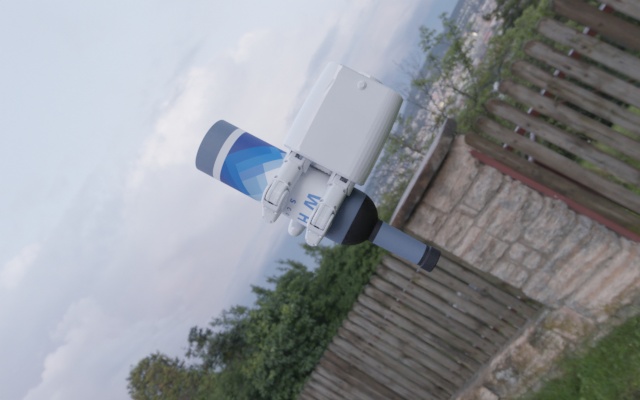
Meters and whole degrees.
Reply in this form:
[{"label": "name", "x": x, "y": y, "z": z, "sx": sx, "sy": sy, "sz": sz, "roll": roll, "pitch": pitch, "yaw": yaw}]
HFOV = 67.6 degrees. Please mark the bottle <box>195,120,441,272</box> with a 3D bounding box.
[{"label": "bottle", "x": 0.000, "y": 0.002, "z": 0.553, "sx": 0.295, "sy": 0.069, "sz": 0.069, "roll": 28, "pitch": 2, "yaw": 5}]
